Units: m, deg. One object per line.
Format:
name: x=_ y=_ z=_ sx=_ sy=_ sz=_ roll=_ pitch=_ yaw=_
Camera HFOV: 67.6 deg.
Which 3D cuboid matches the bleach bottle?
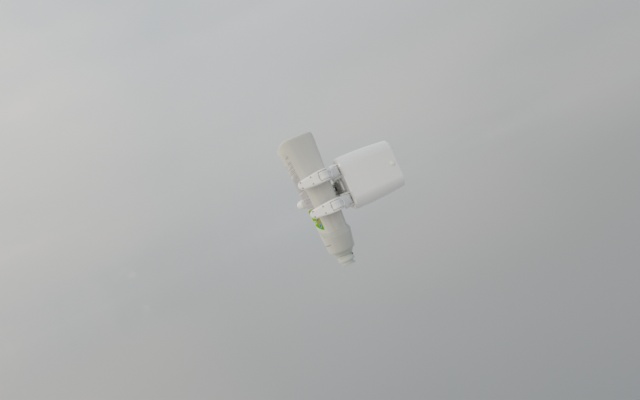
bleach bottle: x=0.000 y=0.003 z=0.888 sx=0.068 sy=0.251 sz=0.102 roll=-23 pitch=-1 yaw=-12
